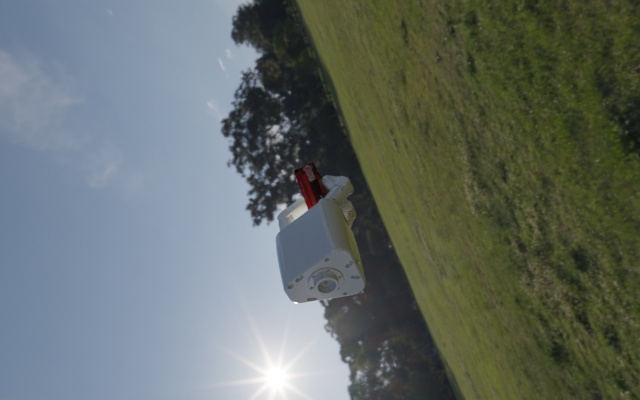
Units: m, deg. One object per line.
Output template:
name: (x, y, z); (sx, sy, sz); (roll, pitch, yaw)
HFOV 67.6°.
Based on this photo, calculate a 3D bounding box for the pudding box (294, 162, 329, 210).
pudding box: (0.000, 0.003, 0.781); (0.039, 0.090, 0.113); (-22, -26, 4)
